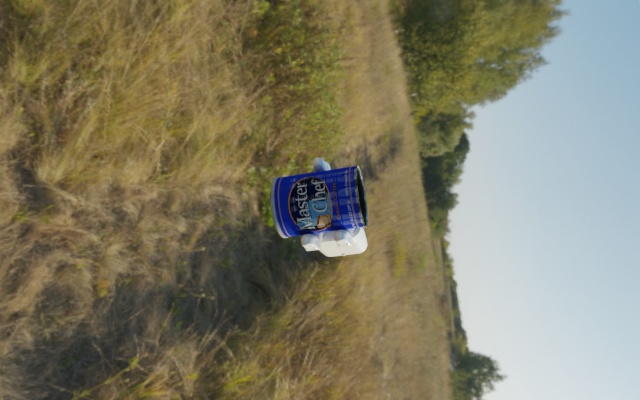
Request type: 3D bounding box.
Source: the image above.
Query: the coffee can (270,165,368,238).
[{"bbox_3d":[0.000,0.002,0.784,0.140,0.103,0.103,-8,-2,12],"label":"coffee can"}]
